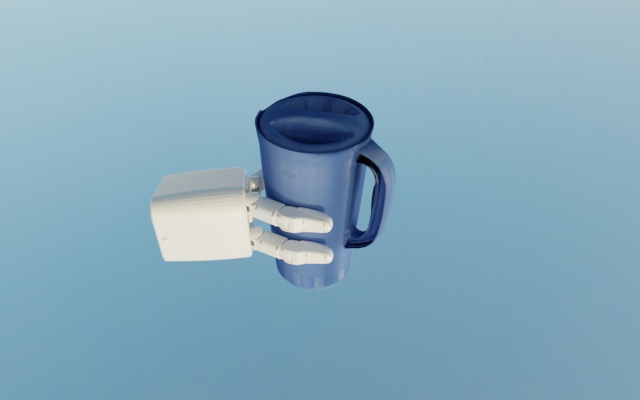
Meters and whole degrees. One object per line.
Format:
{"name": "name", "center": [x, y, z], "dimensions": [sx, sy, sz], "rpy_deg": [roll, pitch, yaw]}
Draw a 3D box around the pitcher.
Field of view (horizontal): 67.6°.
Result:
{"name": "pitcher", "center": [0.000, 0.002, 0.598], "dimensions": [0.145, 0.243, 0.149], "rpy_deg": [-5, 40, -7]}
